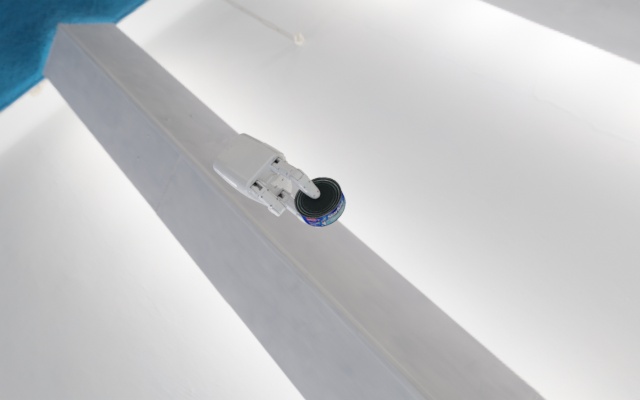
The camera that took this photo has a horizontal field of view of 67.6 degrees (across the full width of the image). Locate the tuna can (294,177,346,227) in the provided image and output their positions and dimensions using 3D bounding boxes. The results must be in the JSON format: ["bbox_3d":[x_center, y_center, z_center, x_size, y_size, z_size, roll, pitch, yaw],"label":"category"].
[{"bbox_3d":[0.000,0.003,0.826,0.086,0.086,0.034,0,-35,22],"label":"tuna can"}]
